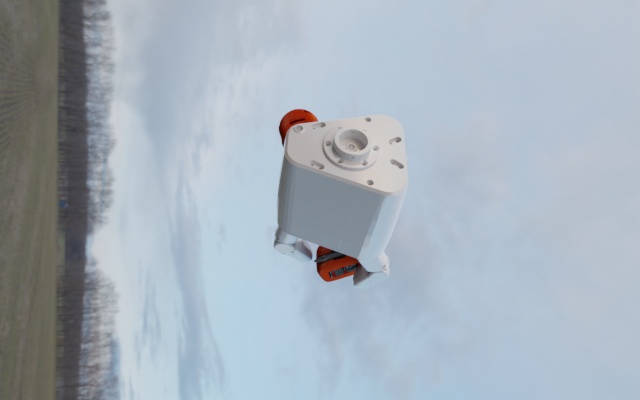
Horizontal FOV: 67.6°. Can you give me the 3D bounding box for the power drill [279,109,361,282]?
[{"bbox_3d":[0.000,0.002,0.587,0.057,0.187,0.184,-19,-16,1],"label":"power drill"}]
